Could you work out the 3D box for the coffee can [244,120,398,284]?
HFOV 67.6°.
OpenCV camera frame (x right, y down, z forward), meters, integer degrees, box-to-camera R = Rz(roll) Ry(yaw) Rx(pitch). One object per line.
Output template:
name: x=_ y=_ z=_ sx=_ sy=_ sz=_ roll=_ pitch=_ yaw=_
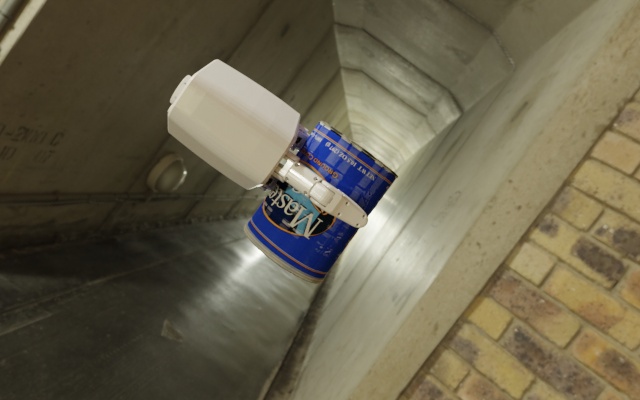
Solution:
coffee can: x=0.000 y=0.002 z=0.508 sx=0.103 sy=0.140 sz=0.103 roll=35 pitch=5 yaw=-4
